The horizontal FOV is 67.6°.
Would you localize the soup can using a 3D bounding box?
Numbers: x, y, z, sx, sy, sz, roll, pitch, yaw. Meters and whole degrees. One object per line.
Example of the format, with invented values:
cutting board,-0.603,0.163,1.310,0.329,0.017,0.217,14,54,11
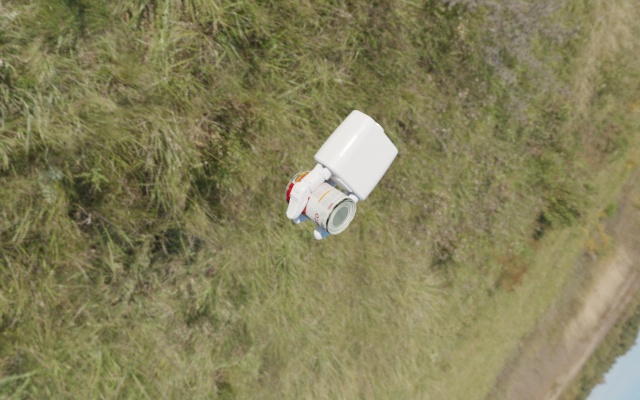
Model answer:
soup can,0.000,0.003,0.782,0.102,0.068,0.068,35,21,33
